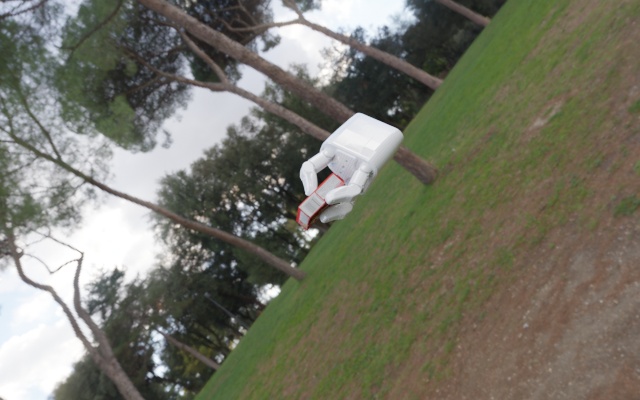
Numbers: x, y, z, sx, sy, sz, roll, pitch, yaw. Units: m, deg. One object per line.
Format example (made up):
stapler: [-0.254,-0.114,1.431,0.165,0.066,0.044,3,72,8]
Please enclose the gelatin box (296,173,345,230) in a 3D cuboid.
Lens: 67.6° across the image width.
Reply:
gelatin box: [0.000,0.003,0.808,0.030,0.089,0.073,42,-19,9]
